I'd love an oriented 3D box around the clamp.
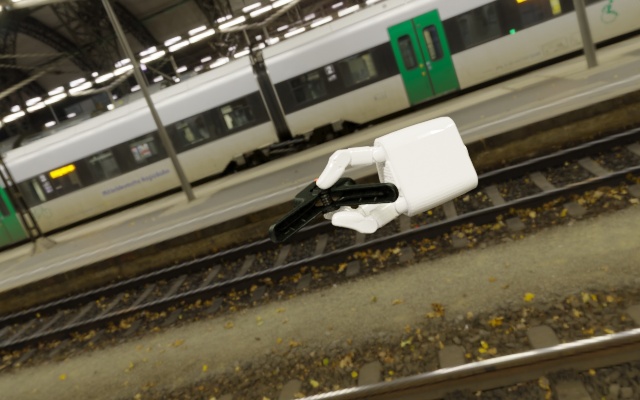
[{"bbox_3d":[0.000,0.001,0.656,0.164,0.036,0.210,-21,12,-7],"label":"clamp"}]
